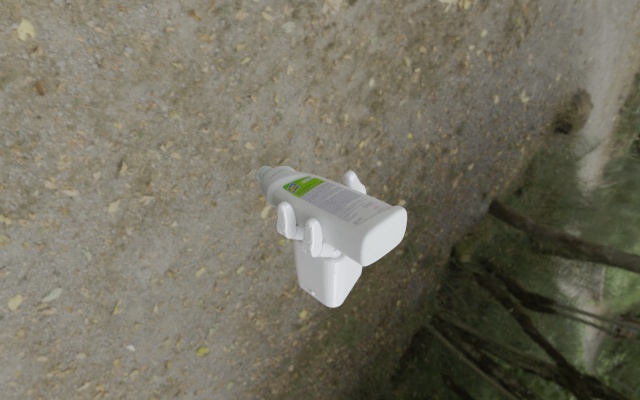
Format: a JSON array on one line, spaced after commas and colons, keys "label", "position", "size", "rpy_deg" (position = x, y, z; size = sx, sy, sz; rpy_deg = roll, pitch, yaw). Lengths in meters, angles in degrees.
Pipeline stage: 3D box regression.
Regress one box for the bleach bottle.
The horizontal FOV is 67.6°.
[{"label": "bleach bottle", "position": [0.000, 0.002, 0.725], "size": [0.250, 0.068, 0.102], "rpy_deg": [30, 44, 35]}]
